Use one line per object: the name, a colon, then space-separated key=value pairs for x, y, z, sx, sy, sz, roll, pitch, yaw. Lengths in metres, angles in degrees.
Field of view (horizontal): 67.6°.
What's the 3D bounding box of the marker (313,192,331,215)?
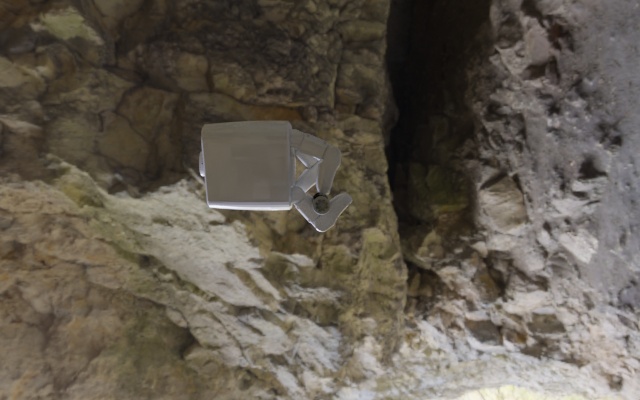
marker: x=0.000 y=0.002 z=0.553 sx=0.020 sy=0.020 sz=0.121 roll=0 pitch=3 yaw=-1
